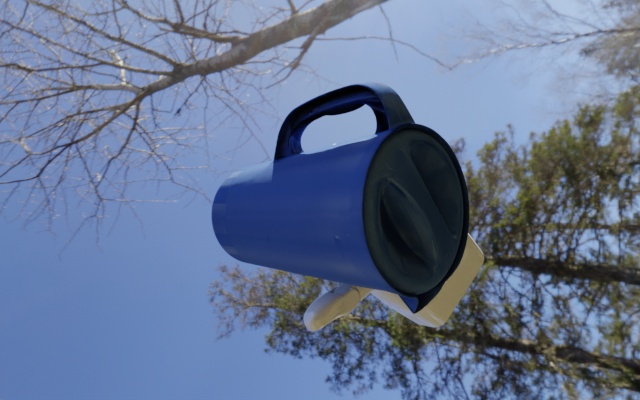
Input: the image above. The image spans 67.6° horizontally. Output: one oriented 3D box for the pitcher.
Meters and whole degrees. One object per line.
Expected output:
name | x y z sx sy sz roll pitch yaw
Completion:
pitcher | 0.000 0.002 0.446 0.243 0.149 0.145 -3 -33 48
